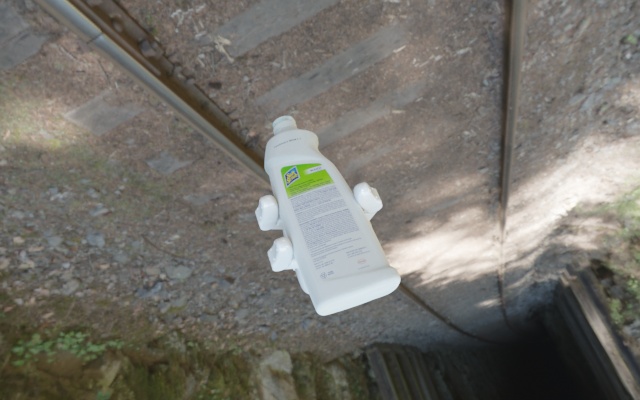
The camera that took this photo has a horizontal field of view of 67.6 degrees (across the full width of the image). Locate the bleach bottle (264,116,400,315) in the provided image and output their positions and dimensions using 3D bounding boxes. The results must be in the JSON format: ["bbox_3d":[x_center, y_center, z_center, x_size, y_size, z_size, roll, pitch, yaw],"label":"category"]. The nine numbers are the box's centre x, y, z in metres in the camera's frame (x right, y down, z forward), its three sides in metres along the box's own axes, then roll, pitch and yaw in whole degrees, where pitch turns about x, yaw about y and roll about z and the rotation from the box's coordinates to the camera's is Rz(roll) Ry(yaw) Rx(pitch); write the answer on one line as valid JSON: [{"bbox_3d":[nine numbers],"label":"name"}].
[{"bbox_3d":[0.000,0.002,0.573,0.102,0.250,0.068,-17,-25,-9],"label":"bleach bottle"}]
